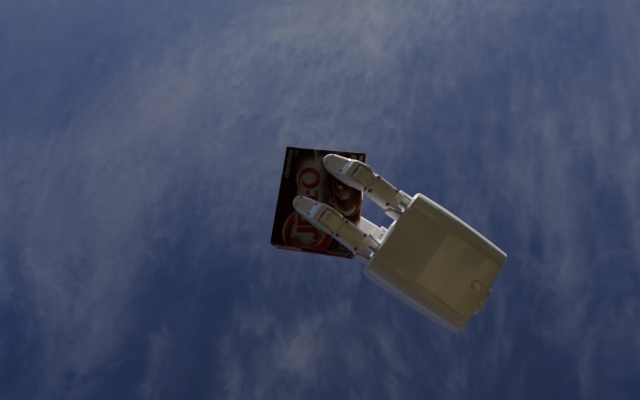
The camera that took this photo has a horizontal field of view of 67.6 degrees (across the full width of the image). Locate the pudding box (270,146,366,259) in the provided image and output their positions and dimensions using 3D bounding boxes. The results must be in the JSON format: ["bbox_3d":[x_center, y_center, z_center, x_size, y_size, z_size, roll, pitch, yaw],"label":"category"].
[{"bbox_3d":[0.000,0.002,0.521,0.090,0.113,0.039,6,-16,9],"label":"pudding box"}]
